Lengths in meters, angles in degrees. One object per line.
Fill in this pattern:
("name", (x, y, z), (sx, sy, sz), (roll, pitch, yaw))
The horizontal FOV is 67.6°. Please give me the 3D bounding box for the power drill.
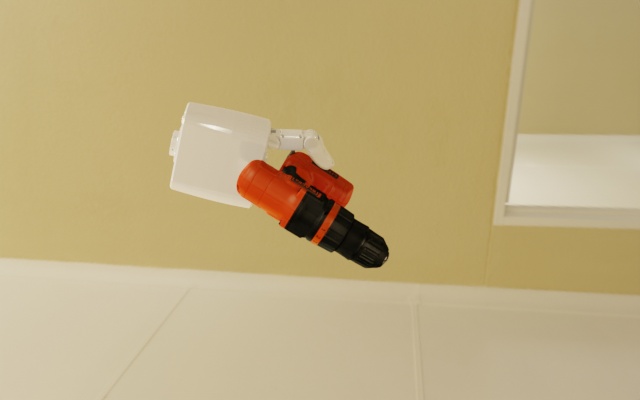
("power drill", (0.000, 0.002, 0.585), (0.184, 0.057, 0.187), (33, 12, -3))
